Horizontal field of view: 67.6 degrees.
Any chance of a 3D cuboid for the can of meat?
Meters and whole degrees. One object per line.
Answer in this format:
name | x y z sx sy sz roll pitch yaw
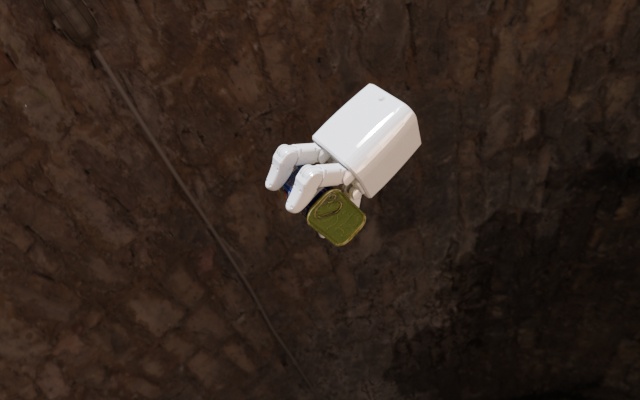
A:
can of meat | 0.000 0.002 0.625 0.084 0.057 0.102 44 2 40
